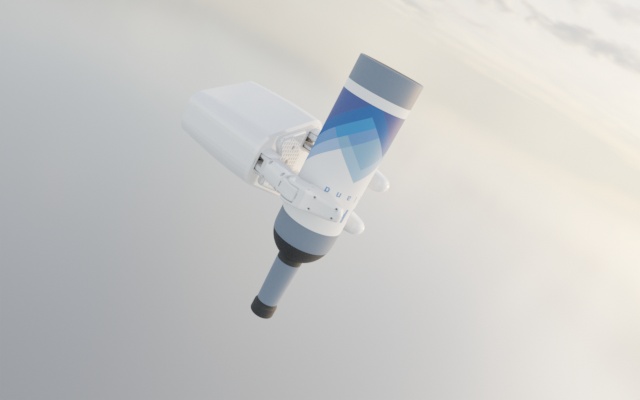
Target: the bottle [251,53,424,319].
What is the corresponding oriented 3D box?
[{"bbox_3d":[0.000,0.001,0.488,0.069,0.296,0.069,25,19,-9],"label":"bottle"}]
